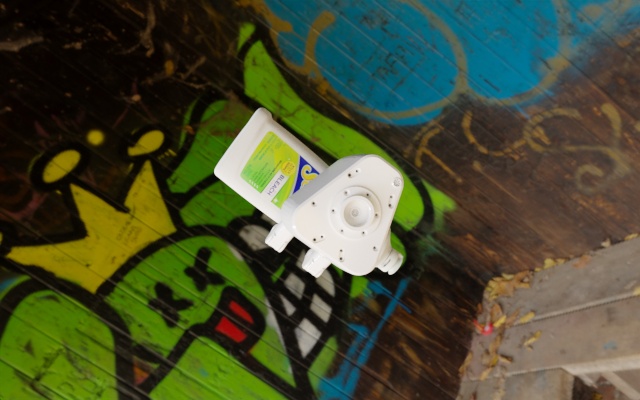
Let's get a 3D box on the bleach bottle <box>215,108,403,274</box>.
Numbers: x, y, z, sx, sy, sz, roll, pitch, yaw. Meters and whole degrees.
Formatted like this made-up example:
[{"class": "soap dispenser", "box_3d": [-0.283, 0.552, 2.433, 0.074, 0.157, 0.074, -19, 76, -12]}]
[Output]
[{"class": "bleach bottle", "box_3d": [0.000, 0.002, 0.587, 0.251, 0.102, 0.068, 36, -3, -8]}]
